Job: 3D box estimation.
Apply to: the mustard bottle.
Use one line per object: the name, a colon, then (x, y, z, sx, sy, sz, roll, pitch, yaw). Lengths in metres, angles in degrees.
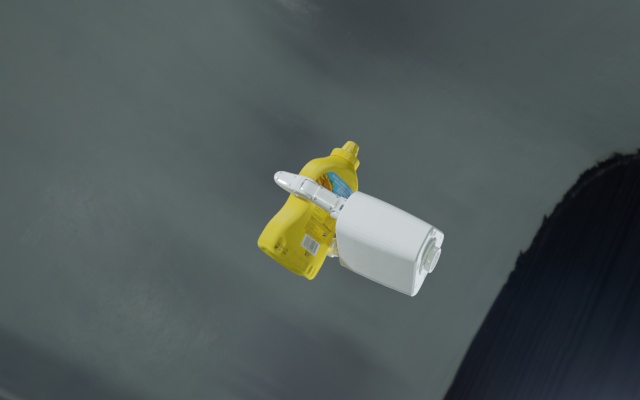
mustard bottle: (0.000, 0.002, 0.639, 0.058, 0.191, 0.096, 14, -22, 47)
